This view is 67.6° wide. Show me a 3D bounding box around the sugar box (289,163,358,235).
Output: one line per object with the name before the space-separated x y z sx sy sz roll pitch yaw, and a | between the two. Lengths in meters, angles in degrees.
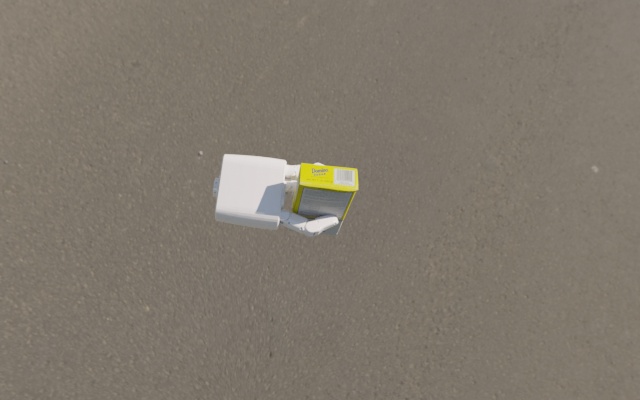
sugar box | 0.000 0.002 0.812 0.093 0.048 0.176 6 -26 -7
